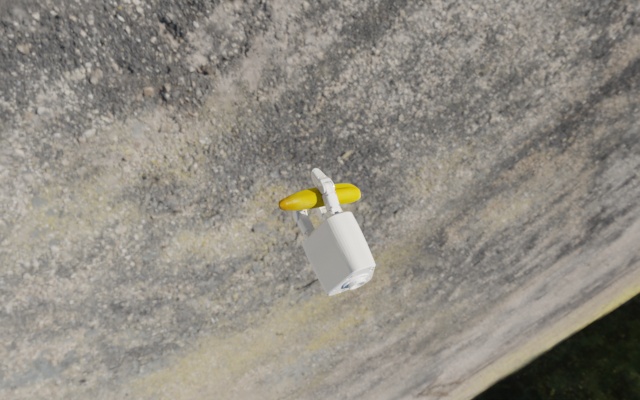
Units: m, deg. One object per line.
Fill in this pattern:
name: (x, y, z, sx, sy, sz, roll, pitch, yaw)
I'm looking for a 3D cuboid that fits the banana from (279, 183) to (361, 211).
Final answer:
banana: (0.014, -0.005, 0.879, 0.198, 0.037, 0.070, -6, -20, -46)
